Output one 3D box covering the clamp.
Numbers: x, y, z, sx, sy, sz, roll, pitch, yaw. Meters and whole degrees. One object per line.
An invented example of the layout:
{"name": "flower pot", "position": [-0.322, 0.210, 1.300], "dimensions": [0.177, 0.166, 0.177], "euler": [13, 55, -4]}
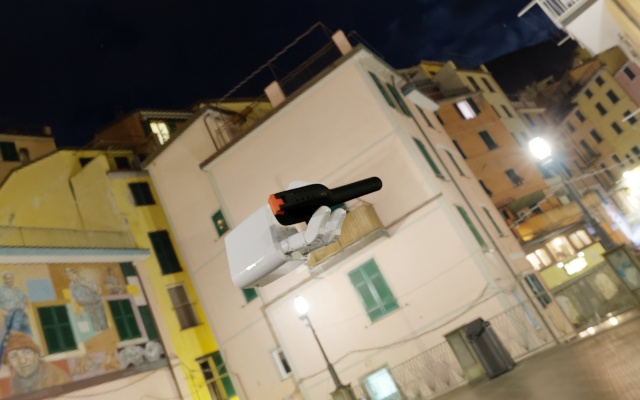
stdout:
{"name": "clamp", "position": [-0.001, 0.002, 0.753], "dimensions": [0.164, 0.036, 0.210], "euler": [-35, -21, 22]}
